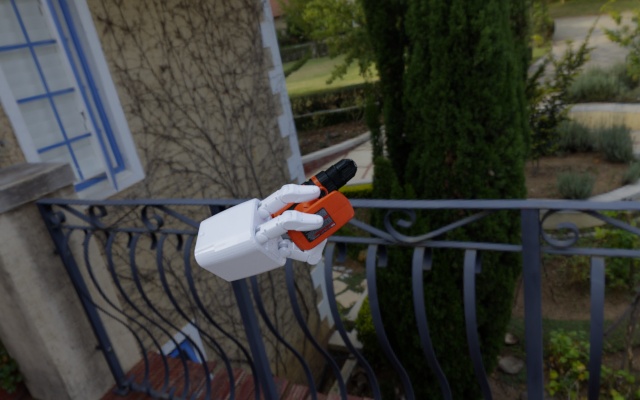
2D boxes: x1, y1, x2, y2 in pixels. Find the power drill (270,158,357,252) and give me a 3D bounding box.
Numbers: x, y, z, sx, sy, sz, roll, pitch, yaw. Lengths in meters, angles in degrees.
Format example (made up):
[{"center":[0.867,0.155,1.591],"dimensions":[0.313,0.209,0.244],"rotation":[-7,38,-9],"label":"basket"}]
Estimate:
[{"center":[0.000,0.003,0.805],"dimensions":[0.184,0.057,0.187],"rotation":[-38,15,2],"label":"power drill"}]
